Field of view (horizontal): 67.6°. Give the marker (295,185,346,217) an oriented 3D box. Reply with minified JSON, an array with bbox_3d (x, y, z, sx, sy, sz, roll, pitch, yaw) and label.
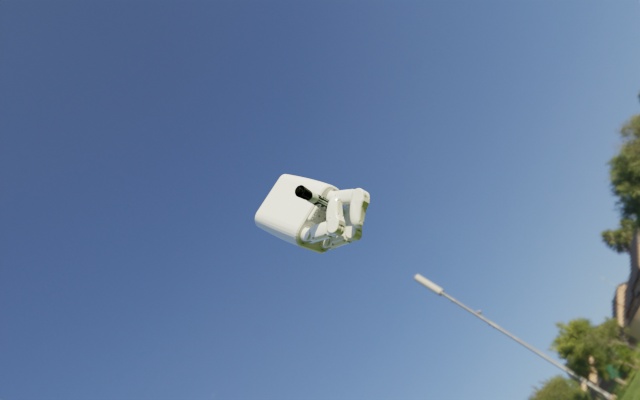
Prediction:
[{"bbox_3d":[0.000,0.002,0.734,0.020,0.020,0.121,0,-17,36],"label":"marker"}]
